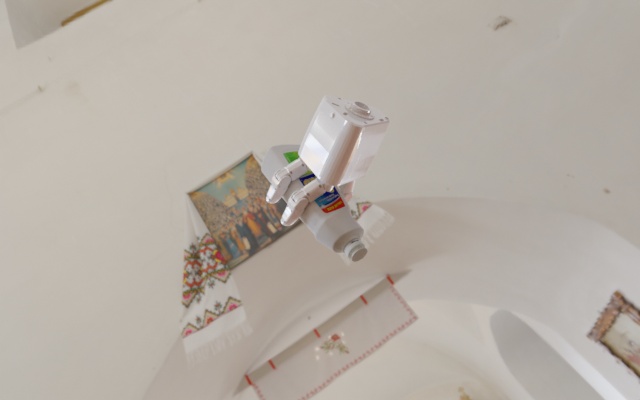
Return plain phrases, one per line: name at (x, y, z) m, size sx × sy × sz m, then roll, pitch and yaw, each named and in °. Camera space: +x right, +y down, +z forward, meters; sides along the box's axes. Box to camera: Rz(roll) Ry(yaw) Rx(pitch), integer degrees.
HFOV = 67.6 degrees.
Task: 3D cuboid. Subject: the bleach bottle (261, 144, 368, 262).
bleach bottle at (0.000, 0.003, 0.786) m, size 0.102 × 0.068 × 0.250 m, roll -4°, pitch 41°, yaw -39°
